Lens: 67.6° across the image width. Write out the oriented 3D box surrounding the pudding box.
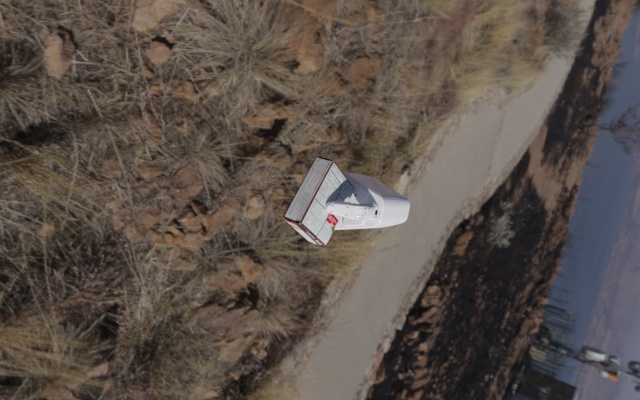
[{"bbox_3d":[0.000,0.002,0.736,0.039,0.113,0.090,15,-19,35],"label":"pudding box"}]
